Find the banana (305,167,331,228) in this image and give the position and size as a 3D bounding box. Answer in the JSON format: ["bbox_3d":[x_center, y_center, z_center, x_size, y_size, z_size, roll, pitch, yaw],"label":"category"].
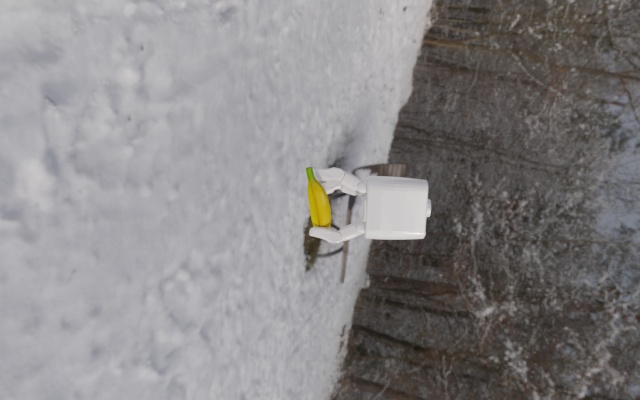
[{"bbox_3d":[0.001,0.017,0.883,0.037,0.069,0.198,-4,-30,3],"label":"banana"}]
